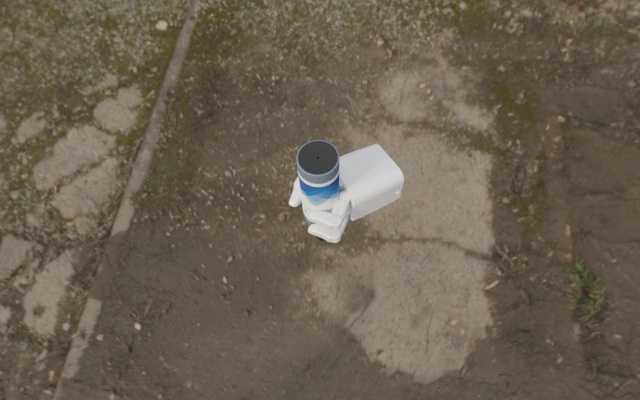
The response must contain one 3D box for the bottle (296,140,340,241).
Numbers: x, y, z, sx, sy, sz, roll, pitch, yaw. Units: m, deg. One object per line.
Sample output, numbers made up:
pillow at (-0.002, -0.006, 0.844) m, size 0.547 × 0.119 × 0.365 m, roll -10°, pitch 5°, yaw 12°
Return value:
bottle at (0.000, 0.003, 0.861) m, size 0.069 × 0.069 × 0.296 m, roll 0°, pitch -28°, yaw 2°
